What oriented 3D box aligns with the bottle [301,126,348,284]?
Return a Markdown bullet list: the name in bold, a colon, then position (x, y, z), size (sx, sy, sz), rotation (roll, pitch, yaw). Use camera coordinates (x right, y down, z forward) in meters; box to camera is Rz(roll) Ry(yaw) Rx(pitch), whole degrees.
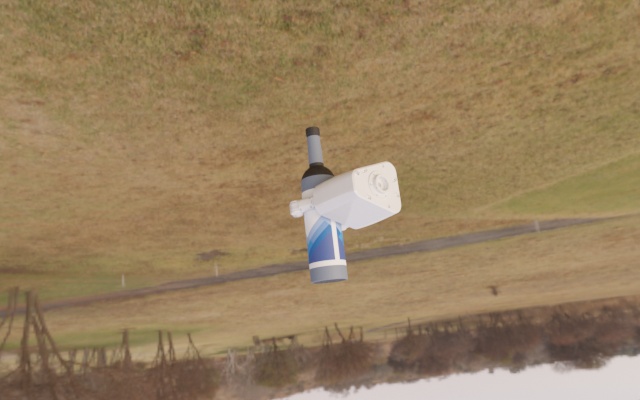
- **bottle**: position (0.000, 0.003, 0.890), size (0.069, 0.295, 0.069), rotation (-6, -15, -2)
